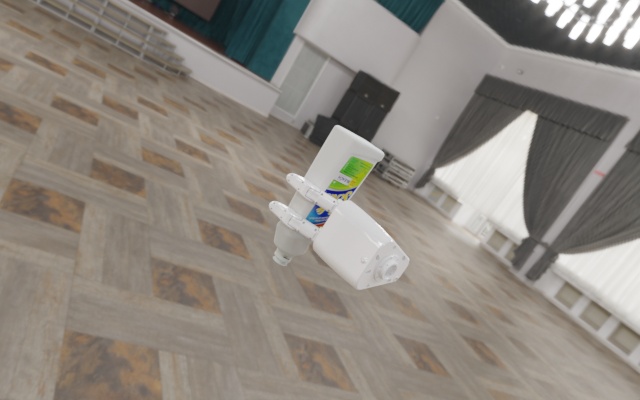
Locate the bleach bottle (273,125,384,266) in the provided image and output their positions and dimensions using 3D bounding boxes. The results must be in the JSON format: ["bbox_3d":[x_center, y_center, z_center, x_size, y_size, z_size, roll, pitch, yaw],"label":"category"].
[{"bbox_3d":[0.000,0.003,0.805,0.102,0.251,0.068,18,19,-49],"label":"bleach bottle"}]
